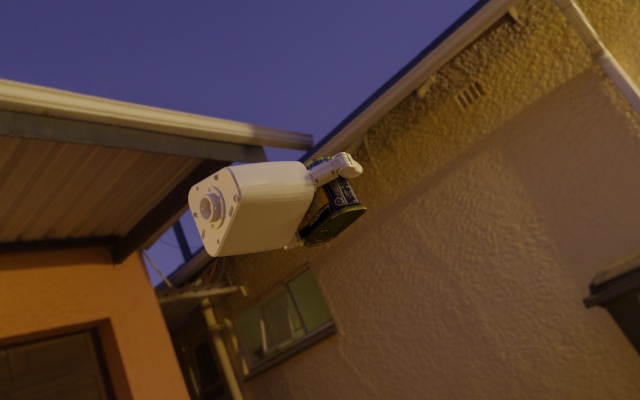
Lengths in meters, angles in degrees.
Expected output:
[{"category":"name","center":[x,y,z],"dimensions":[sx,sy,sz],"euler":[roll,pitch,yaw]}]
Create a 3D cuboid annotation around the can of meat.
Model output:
[{"category":"can of meat","center":[0.000,0.002,0.631],"dimensions":[0.057,0.084,0.102],"euler":[-8,-26,-42]}]
